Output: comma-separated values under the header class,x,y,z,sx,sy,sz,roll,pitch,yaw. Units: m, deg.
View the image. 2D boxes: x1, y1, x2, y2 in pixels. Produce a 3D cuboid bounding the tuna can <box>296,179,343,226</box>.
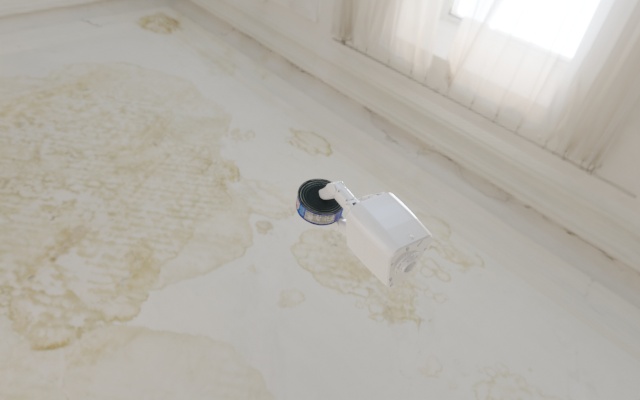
class,x,y,z,sx,sy,sz,roll,pitch,yaw
tuna can,0.000,0.003,0.840,0.086,0.086,0.034,0,-44,-13
